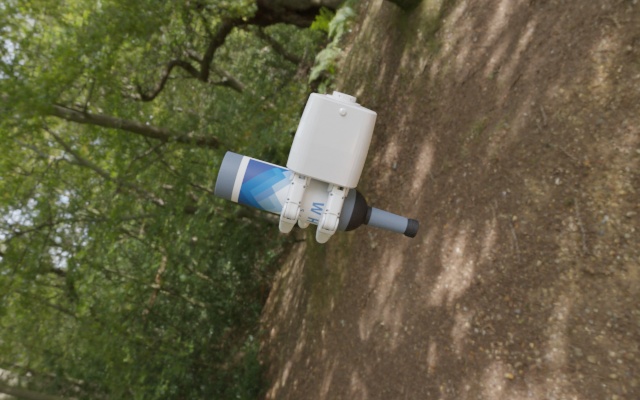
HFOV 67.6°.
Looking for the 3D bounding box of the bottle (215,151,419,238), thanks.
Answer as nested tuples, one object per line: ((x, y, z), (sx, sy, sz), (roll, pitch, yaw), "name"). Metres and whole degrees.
((0.000, 0.002, 0.693), (0.296, 0.069, 0.069), (16, -2, -6), "bottle")
